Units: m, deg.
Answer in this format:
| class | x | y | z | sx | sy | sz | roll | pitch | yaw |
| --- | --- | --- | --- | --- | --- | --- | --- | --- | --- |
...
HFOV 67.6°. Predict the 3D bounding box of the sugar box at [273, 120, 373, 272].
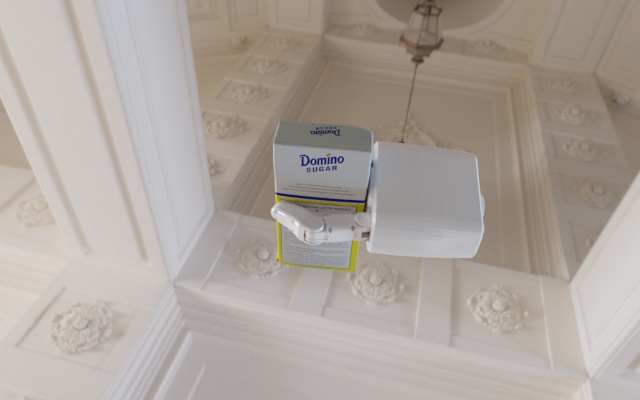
| class | x | y | z | sx | sy | sz | roll | pitch | yaw |
| --- | --- | --- | --- | --- | --- | --- | --- | --- | --- |
| sugar box | 0.000 | 0.001 | 0.503 | 0.093 | 0.176 | 0.048 | 6 | 42 | 2 |
